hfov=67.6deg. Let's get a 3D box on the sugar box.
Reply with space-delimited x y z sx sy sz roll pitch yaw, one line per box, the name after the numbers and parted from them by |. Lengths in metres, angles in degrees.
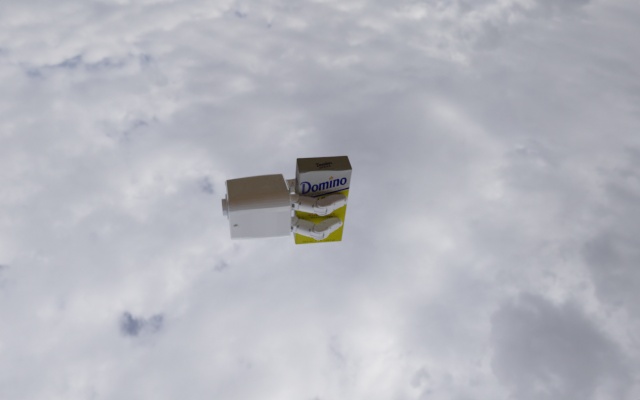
0.000 0.003 0.859 0.093 0.176 0.048 -4 45 -10 | sugar box
